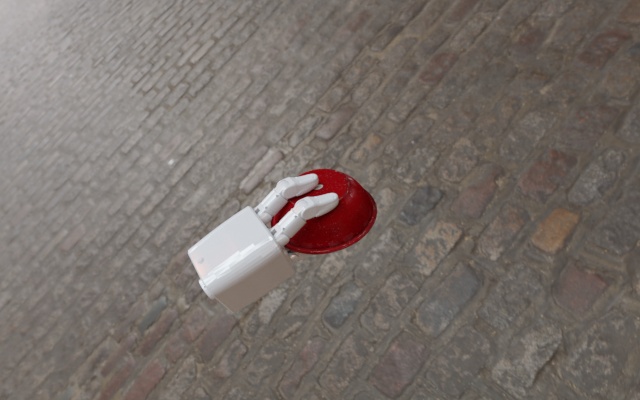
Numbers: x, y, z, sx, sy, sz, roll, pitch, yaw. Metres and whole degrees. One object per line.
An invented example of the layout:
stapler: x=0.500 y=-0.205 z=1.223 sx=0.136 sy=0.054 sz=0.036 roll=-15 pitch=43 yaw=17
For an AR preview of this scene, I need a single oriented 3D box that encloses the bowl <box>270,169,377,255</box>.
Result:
bowl: x=0.001 y=0.001 z=0.699 sx=0.162 sy=0.055 sz=0.162 roll=-7 pitch=39 yaw=6
